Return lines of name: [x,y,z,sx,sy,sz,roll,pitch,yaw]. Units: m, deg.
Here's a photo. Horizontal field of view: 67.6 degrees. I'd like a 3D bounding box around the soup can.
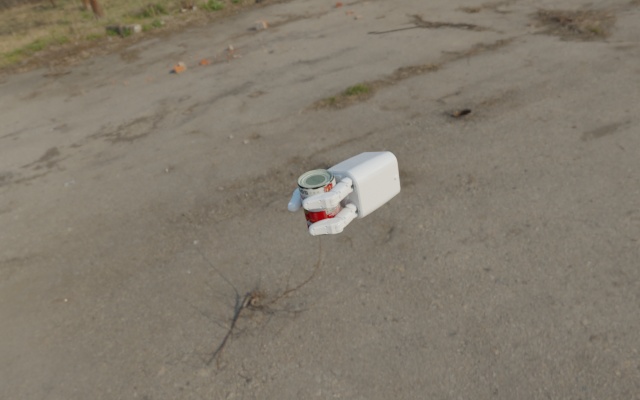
soup can: [0.000,0.003,0.871,0.068,0.102,0.068,-9,31,5]
